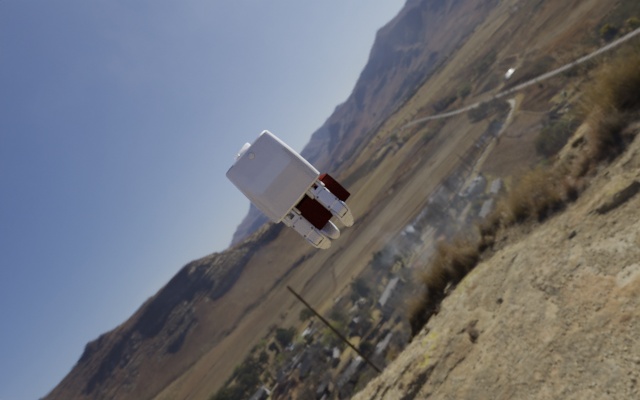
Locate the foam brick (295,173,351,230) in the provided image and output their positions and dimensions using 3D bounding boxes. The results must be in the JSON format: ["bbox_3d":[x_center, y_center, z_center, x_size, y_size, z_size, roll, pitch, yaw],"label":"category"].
[{"bbox_3d":[0.000,0.002,0.747,0.051,0.078,0.053,42,-7,-7],"label":"foam brick"}]
